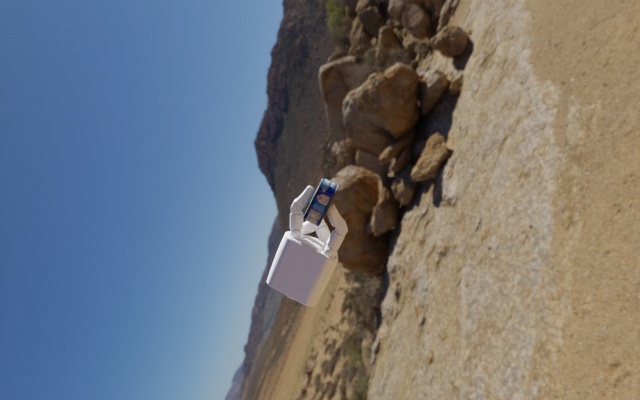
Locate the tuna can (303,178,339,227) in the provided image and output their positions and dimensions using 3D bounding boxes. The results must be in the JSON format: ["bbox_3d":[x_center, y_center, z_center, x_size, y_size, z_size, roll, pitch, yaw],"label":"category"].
[{"bbox_3d":[0.000,0.003,0.876,0.034,0.086,0.086,26,-1,-2],"label":"tuna can"}]
